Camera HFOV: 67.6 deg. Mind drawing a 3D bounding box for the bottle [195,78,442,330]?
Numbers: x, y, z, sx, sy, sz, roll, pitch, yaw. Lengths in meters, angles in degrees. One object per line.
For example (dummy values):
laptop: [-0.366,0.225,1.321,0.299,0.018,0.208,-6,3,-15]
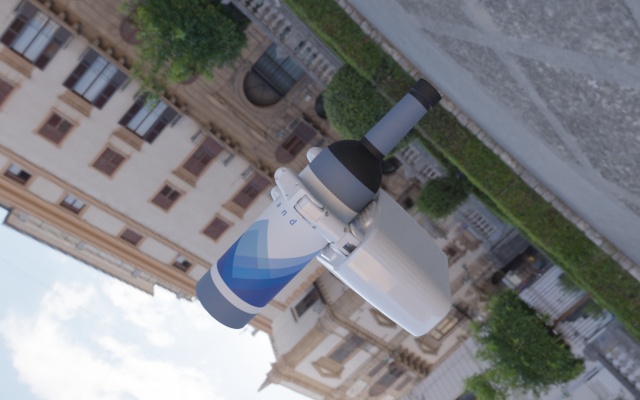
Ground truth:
bottle: [0.000,0.002,0.460,0.069,0.296,0.069,43,10,-9]
